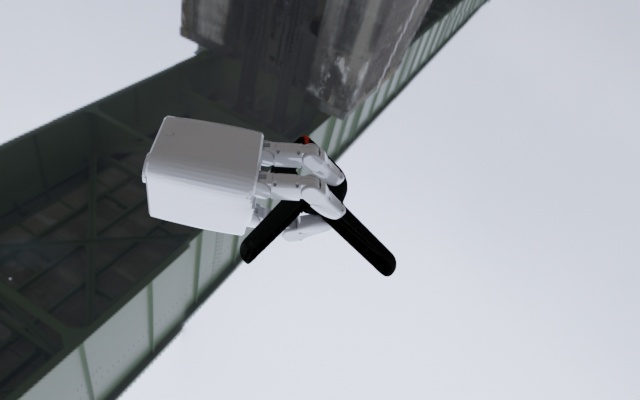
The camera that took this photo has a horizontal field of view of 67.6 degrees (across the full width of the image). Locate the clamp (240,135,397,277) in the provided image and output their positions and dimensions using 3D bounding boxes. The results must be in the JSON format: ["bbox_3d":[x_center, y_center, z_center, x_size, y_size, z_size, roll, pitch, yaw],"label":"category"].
[{"bbox_3d":[0.000,0.002,0.547,0.164,0.036,0.209,13,41,-12],"label":"clamp"}]
